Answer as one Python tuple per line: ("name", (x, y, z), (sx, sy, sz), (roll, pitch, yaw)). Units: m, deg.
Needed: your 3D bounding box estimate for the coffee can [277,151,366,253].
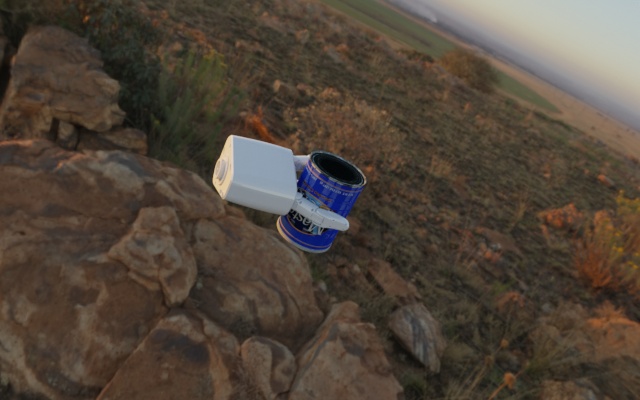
("coffee can", (0.000, 0.003, 0.803), (0.103, 0.140, 0.102), (22, 27, -12))
